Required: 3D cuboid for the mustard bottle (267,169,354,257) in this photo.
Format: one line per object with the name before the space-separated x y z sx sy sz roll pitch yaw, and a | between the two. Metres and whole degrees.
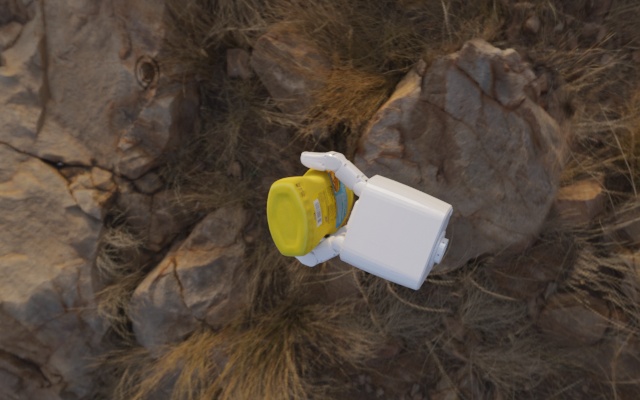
mustard bottle | 0.000 0.002 0.655 0.058 0.096 0.191 -4 12 27
